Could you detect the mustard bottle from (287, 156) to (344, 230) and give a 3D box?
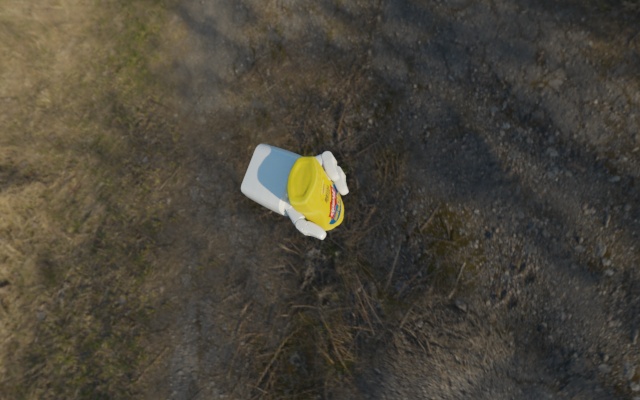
[{"bbox_3d":[0.000,0.003,0.890,0.058,0.096,0.192,-3,-26,21],"label":"mustard bottle"}]
